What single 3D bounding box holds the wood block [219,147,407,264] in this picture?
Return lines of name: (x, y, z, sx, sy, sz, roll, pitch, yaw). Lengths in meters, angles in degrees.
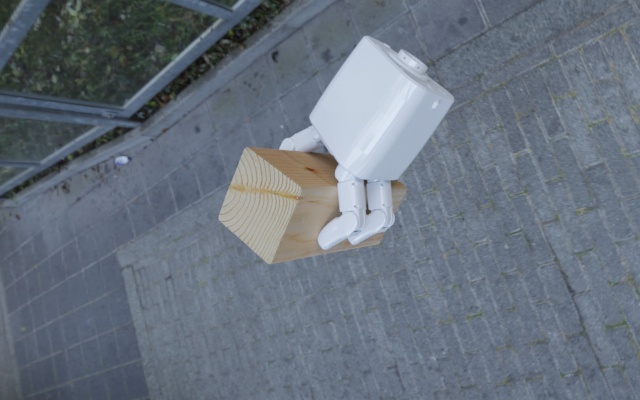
wood block: (0.000, 0.001, 0.554, 0.090, 0.090, 0.206, 37, 22, 32)
